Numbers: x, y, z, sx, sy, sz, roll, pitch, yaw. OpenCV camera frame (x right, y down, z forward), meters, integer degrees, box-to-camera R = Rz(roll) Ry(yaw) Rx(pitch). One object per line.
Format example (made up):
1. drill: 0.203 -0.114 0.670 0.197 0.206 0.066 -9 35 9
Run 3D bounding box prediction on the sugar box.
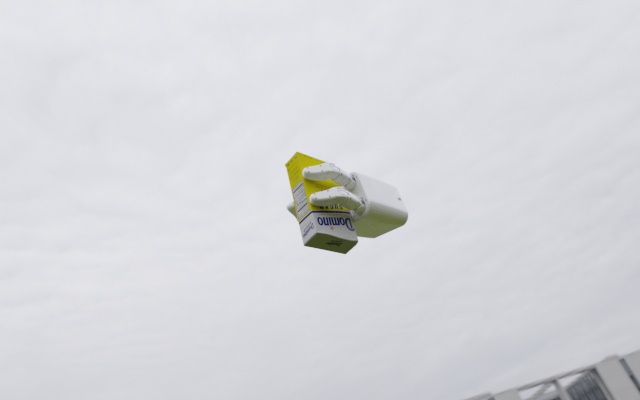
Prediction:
1. sugar box: 0.001 0.002 0.822 0.093 0.176 0.048 15 -48 -36
